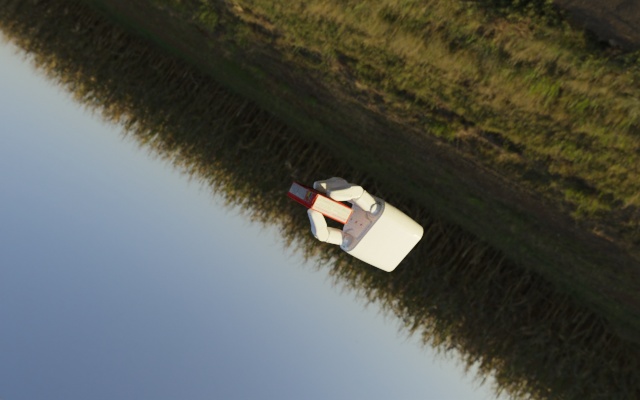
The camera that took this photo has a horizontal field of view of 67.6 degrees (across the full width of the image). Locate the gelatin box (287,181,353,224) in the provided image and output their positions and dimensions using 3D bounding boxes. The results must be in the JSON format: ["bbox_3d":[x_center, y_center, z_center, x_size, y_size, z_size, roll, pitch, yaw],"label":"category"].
[{"bbox_3d":[0.000,0.003,0.796,0.089,0.030,0.073,23,4,-41],"label":"gelatin box"}]
